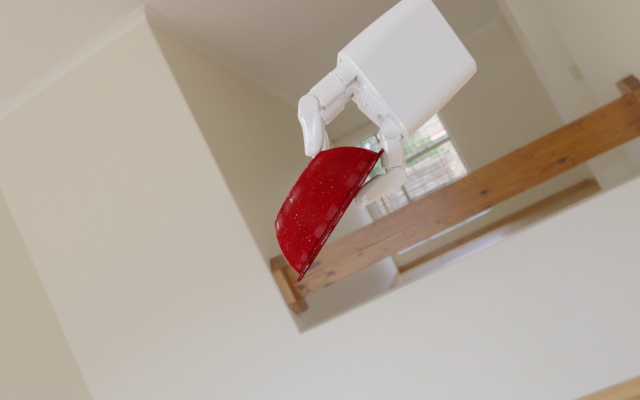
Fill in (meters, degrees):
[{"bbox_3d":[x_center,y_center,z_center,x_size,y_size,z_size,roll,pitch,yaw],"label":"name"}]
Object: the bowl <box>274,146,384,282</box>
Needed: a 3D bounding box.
[{"bbox_3d":[-0.001,0.002,0.491,0.055,0.162,0.162,32,2,3],"label":"bowl"}]
